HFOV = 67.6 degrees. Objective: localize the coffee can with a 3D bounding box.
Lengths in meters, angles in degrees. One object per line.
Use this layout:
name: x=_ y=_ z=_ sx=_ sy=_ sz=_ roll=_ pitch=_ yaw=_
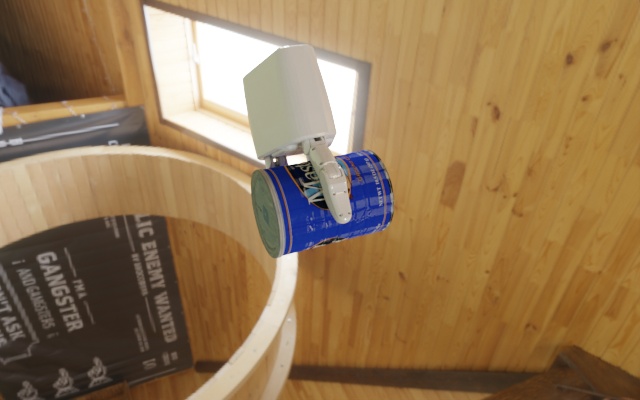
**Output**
coffee can: x=0.000 y=0.002 z=0.562 sx=0.140 sy=0.103 sz=0.103 roll=-12 pitch=4 yaw=-20
